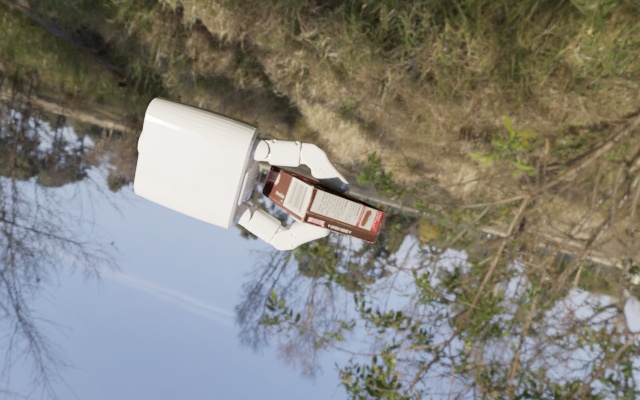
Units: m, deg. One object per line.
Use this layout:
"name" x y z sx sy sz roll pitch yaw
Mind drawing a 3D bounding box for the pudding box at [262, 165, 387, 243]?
"pudding box" 0.000 0.002 0.501 0.090 0.039 0.113 18 8 -30
